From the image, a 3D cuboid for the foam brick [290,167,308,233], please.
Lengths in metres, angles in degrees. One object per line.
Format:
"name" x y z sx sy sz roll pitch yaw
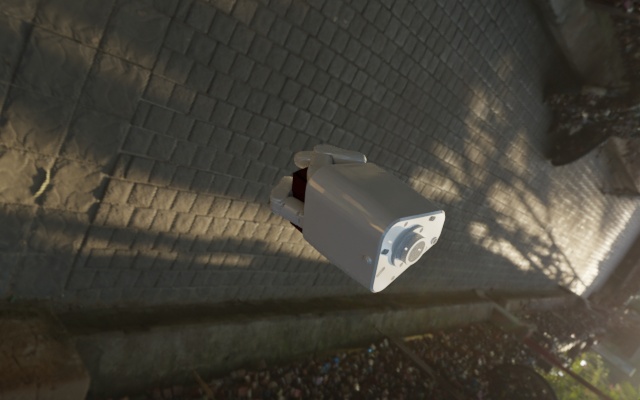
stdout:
"foam brick" 0.000 0.002 0.568 0.053 0.078 0.051 -24 46 -34
